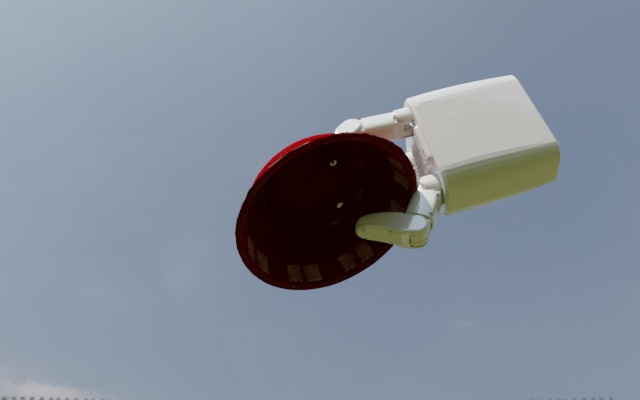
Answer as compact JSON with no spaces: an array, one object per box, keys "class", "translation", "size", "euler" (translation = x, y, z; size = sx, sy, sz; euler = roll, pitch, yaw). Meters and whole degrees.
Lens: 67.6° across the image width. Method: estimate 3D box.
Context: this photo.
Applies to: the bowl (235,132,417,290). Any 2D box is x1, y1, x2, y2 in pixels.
[{"class":"bowl","translation":[-0.001,0.001,0.413],"size":[0.162,0.162,0.055],"euler":[0,35,-27]}]
